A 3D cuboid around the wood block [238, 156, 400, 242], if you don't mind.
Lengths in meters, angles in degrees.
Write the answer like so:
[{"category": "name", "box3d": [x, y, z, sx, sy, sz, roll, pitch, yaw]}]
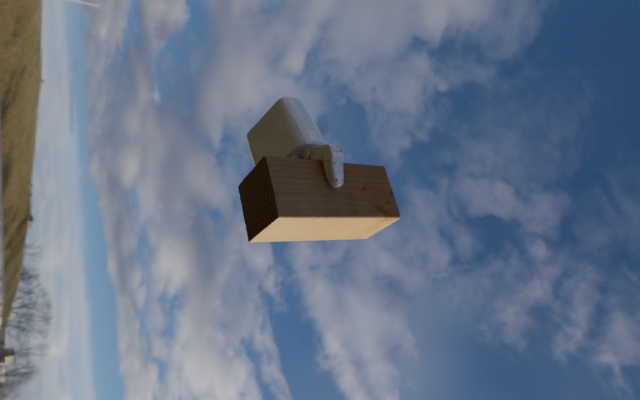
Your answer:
[{"category": "wood block", "box3d": [0.000, 0.002, 0.686, 0.206, 0.090, 0.091, 1, -26, -35]}]
